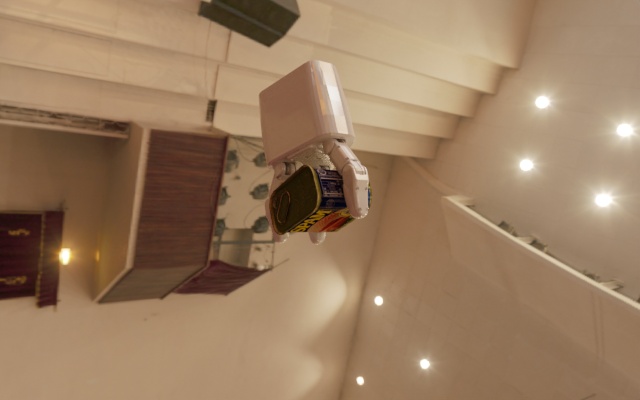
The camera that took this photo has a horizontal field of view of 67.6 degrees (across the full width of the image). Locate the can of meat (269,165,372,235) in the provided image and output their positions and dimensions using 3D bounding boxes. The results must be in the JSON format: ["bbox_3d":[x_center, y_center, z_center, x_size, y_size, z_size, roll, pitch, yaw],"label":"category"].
[{"bbox_3d":[0.000,0.002,0.573,0.084,0.057,0.102,2,-25,-36],"label":"can of meat"}]
